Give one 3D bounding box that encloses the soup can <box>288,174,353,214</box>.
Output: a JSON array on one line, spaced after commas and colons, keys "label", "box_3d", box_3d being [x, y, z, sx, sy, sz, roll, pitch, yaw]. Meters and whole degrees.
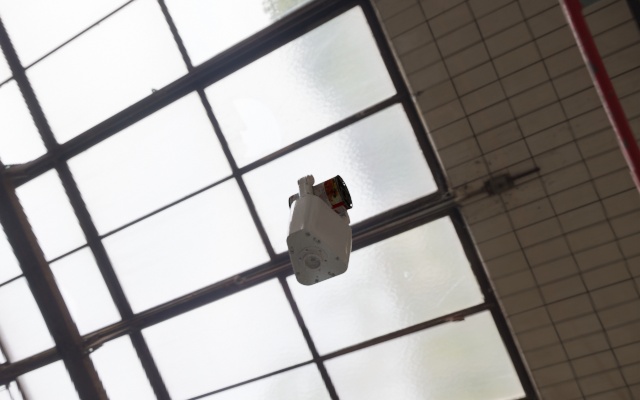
[{"label": "soup can", "box_3d": [0.000, 0.003, 0.879, 0.102, 0.068, 0.068, -23, -7, 16]}]
